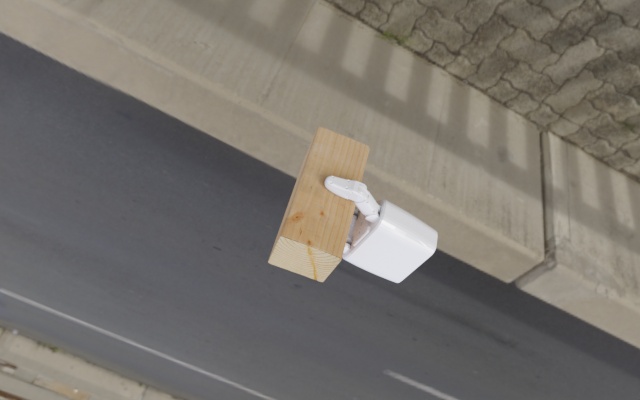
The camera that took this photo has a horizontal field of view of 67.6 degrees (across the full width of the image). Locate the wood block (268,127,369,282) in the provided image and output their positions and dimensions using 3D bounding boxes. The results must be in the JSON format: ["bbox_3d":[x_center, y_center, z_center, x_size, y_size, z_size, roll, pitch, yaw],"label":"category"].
[{"bbox_3d":[0.001,0.002,0.721,0.090,0.206,0.091,21,-35,-7],"label":"wood block"}]
